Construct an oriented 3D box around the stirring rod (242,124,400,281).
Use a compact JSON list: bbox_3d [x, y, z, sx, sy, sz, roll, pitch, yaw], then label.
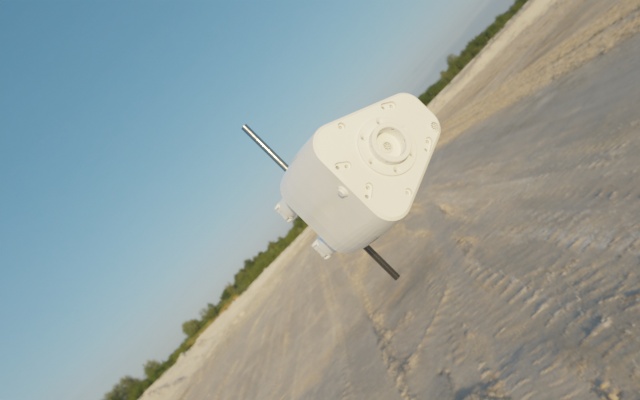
[{"bbox_3d":[0.000,0.002,0.532,0.239,0.011,0.011,45,-1,1],"label":"stirring rod"}]
